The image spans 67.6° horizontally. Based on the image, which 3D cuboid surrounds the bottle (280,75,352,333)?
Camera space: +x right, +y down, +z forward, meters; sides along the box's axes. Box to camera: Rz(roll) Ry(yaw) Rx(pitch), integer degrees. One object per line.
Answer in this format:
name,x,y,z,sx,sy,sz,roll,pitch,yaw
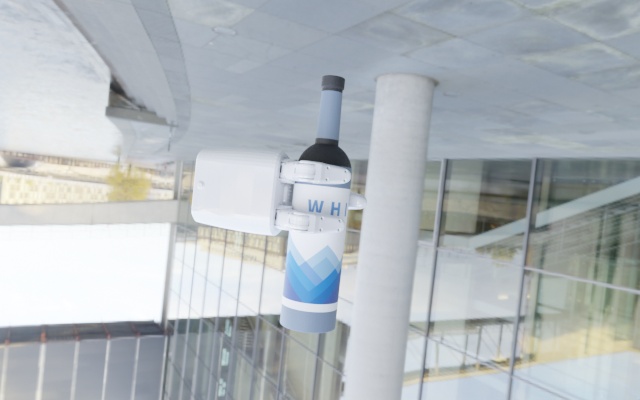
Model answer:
bottle,0.000,0.002,0.566,0.069,0.295,0.069,6,1,0
